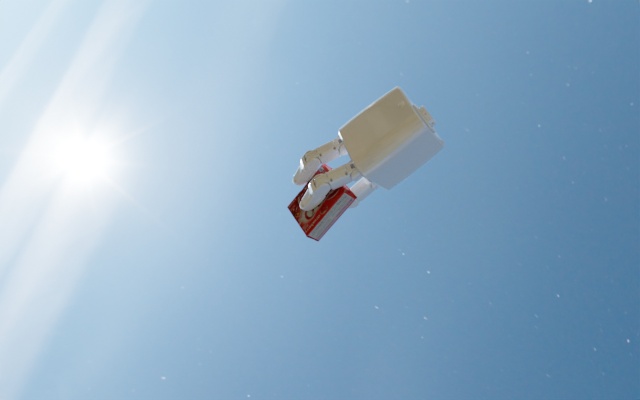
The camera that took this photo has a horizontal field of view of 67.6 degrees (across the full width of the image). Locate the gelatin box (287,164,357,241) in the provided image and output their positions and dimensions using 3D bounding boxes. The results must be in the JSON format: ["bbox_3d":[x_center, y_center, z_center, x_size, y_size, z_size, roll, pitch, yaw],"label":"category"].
[{"bbox_3d":[0.000,0.003,0.692,0.030,0.089,0.073,29,17,-43],"label":"gelatin box"}]
